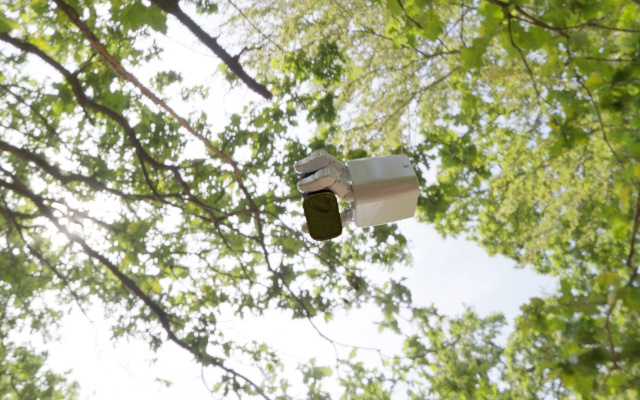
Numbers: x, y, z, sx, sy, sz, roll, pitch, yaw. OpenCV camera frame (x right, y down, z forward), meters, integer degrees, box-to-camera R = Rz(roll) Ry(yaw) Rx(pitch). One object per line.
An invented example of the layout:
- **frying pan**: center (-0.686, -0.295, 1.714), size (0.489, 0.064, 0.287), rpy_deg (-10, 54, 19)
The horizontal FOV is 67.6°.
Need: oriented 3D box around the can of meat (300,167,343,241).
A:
- **can of meat**: center (0.000, 0.003, 0.805), size (0.057, 0.102, 0.083), rpy_deg (-11, 40, 2)
